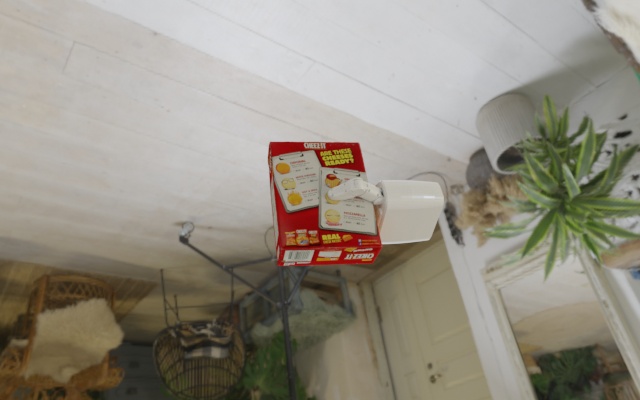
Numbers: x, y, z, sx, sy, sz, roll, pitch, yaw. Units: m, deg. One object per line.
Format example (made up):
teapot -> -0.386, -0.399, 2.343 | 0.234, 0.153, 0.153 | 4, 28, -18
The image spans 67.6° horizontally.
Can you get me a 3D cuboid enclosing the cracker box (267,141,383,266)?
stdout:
cracker box -> 0.000, 0.003, 0.807 | 0.164, 0.213, 0.072 | -1, -34, -13
